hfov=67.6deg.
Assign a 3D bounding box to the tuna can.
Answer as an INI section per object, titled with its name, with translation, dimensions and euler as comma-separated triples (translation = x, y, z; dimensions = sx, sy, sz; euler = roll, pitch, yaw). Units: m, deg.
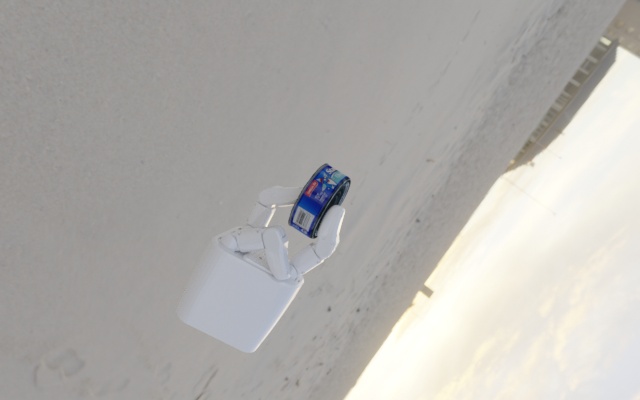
[tuna can]
translation = 0.001, 0.002, 0.557
dimensions = 0.034, 0.086, 0.086
euler = 32, 7, 11
